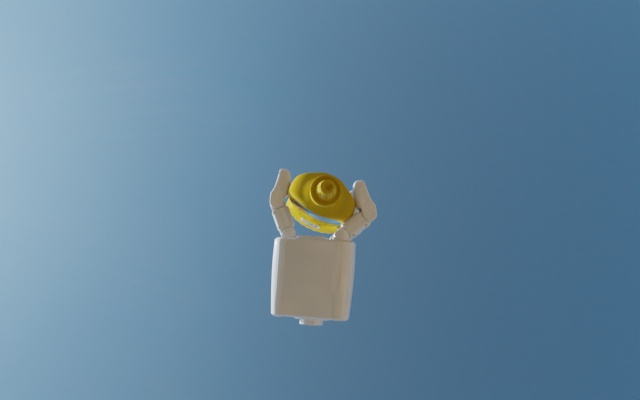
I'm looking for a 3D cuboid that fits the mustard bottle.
[{"bbox_3d":[0.000,0.002,0.683,0.096,0.058,0.192,28,-12,1],"label":"mustard bottle"}]
